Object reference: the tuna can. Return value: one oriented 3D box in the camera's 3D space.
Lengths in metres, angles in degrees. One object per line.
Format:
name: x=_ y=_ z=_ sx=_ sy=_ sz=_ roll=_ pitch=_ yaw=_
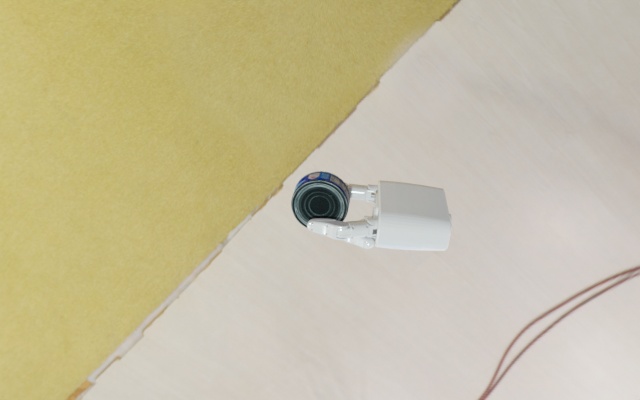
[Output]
tuna can: x=0.000 y=0.003 z=0.706 sx=0.086 sy=0.086 sz=0.033 roll=0 pitch=25 yaw=7
